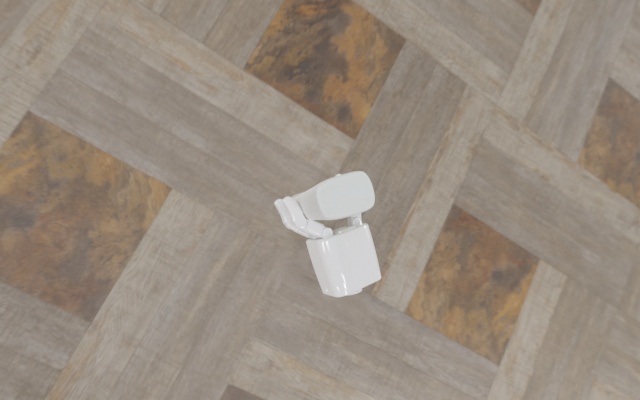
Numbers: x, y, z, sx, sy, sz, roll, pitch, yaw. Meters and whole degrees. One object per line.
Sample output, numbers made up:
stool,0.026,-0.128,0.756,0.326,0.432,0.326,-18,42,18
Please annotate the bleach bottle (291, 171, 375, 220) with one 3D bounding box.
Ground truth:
bleach bottle,0.000,0.003,0.870,0.102,0.068,0.251,-16,0,-19
